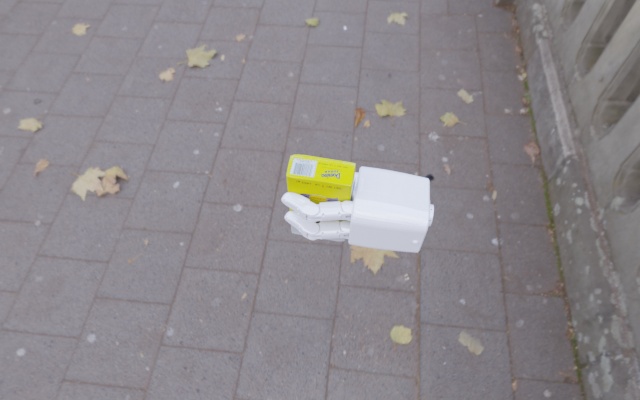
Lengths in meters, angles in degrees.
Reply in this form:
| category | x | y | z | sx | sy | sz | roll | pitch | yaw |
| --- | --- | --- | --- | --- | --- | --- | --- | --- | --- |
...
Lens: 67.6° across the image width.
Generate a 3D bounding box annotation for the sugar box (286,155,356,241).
| category | x | y | z | sx | sy | sz | roll | pitch | yaw |
| --- | --- | --- | --- | --- | --- | --- | --- | --- | --- |
| sugar box | 0.000 | 0.003 | 0.723 | 0.093 | 0.048 | 0.176 | 9 | -32 | 6 |
